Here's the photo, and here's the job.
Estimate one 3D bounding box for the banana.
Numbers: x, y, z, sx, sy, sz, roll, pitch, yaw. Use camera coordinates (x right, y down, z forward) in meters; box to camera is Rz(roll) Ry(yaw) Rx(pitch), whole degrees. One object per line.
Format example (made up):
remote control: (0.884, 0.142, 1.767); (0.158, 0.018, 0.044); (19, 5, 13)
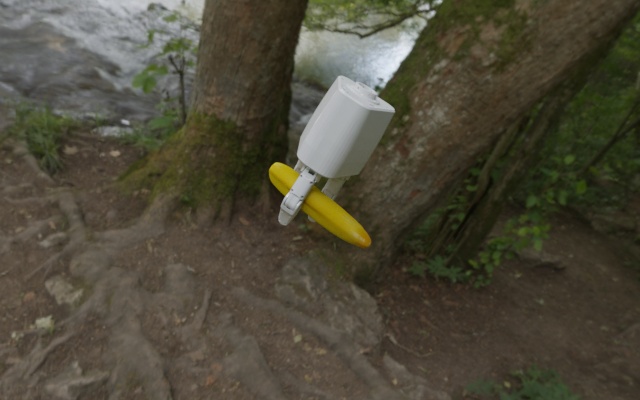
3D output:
banana: (-0.011, -0.002, 0.669); (0.197, 0.037, 0.069); (40, 12, 25)
